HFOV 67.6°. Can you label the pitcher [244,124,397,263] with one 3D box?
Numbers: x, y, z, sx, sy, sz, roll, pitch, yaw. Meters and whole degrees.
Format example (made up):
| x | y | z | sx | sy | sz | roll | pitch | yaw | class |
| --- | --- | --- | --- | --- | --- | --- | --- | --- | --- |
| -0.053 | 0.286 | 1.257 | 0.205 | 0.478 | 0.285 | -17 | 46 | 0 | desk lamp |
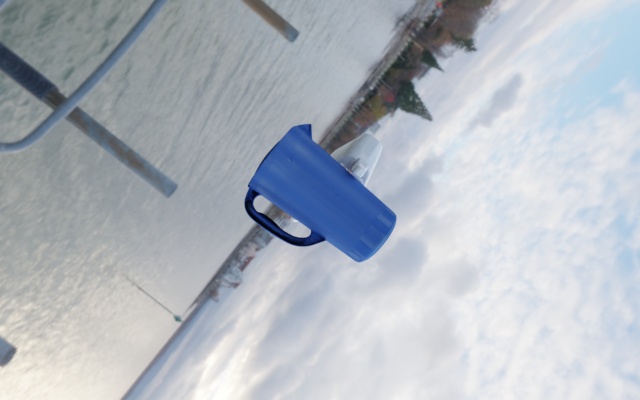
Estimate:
| x | y | z | sx | sy | sz | roll | pitch | yaw | class |
| --- | --- | --- | --- | --- | --- | --- | --- | --- | --- |
| 0.000 | 0.003 | 0.814 | 0.149 | 0.243 | 0.145 | -48 | 5 | 38 | pitcher |
